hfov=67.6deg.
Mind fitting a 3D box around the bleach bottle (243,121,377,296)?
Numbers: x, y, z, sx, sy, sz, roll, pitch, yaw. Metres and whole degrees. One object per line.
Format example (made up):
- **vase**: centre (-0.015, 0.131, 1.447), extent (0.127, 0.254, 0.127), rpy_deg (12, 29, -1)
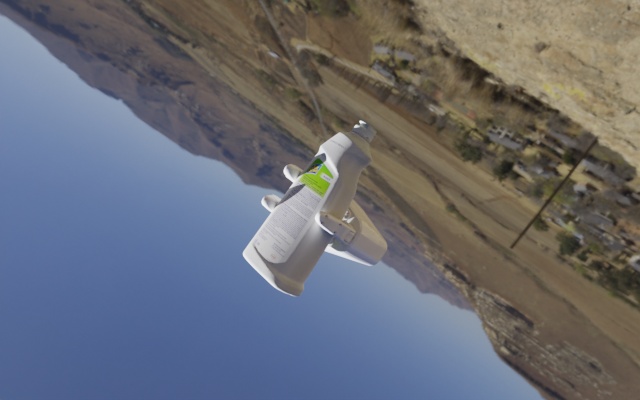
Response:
- **bleach bottle**: centre (0.000, 0.002, 0.666), extent (0.102, 0.251, 0.068), rpy_deg (36, 1, 38)
